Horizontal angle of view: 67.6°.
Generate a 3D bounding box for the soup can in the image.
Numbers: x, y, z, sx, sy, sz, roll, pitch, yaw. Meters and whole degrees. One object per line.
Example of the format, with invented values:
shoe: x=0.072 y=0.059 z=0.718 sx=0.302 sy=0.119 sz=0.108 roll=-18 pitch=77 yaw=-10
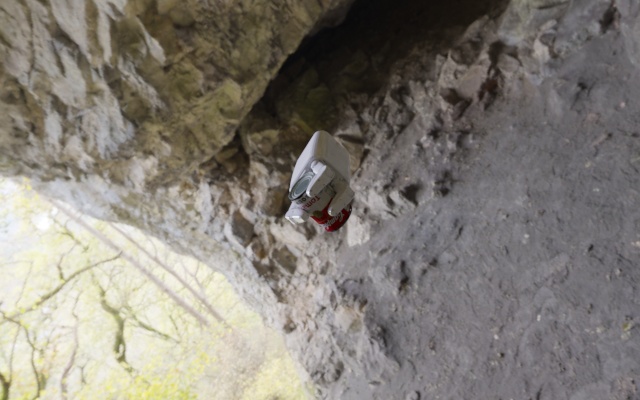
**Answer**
soup can: x=0.000 y=0.003 z=0.882 sx=0.102 sy=0.068 sz=0.068 roll=41 pitch=-19 yaw=-23
